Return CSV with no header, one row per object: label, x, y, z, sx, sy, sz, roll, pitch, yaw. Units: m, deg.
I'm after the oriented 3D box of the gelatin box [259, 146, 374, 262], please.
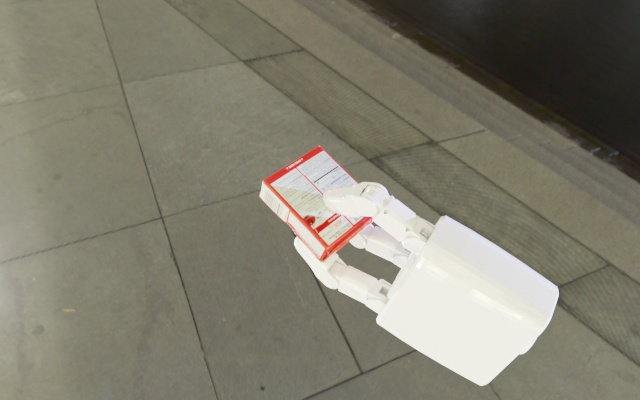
gelatin box,0.000,0.001,0.439,0.073,0.089,0.030,-36,-17,-31
